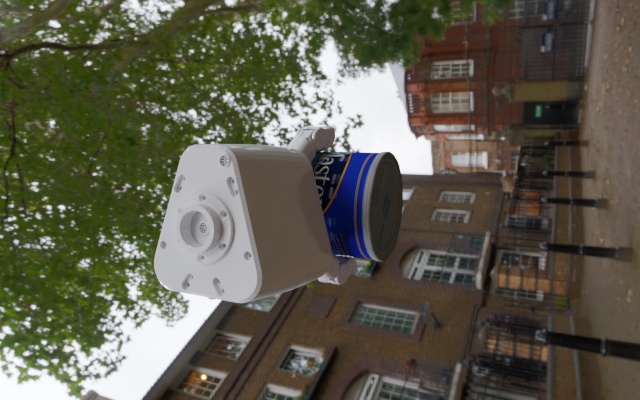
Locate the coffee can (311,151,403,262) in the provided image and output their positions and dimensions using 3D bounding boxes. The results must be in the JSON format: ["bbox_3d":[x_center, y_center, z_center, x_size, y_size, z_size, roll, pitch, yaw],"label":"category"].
[{"bbox_3d":[0.000,0.001,0.475,0.140,0.103,0.103,4,2,25],"label":"coffee can"}]
